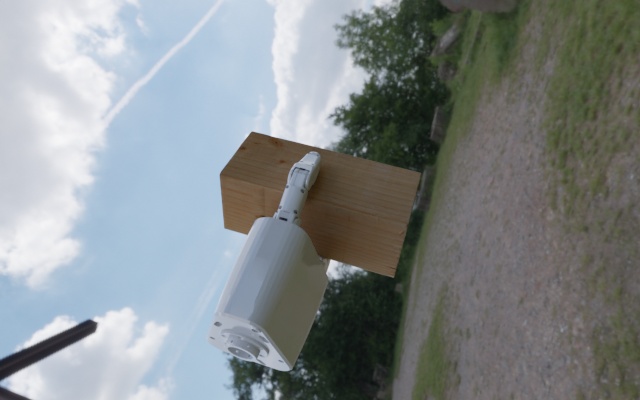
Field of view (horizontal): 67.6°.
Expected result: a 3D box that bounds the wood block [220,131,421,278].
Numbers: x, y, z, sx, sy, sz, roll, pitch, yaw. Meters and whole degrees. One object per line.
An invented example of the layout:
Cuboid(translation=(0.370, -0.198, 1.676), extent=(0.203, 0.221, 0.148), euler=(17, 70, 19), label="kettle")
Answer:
Cuboid(translation=(0.000, 0.002, 0.549), extent=(0.206, 0.091, 0.090), euler=(15, 43, 10), label="wood block")
